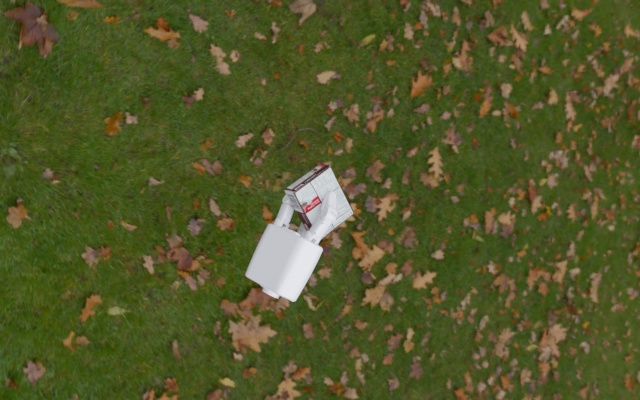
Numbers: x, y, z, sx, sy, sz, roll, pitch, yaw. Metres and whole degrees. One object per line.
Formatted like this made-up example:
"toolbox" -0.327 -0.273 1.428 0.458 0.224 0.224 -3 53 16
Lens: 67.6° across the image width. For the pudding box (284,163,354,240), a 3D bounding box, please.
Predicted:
"pudding box" 0.000 0.003 0.874 0.090 0.113 0.039 -37 27 -20
